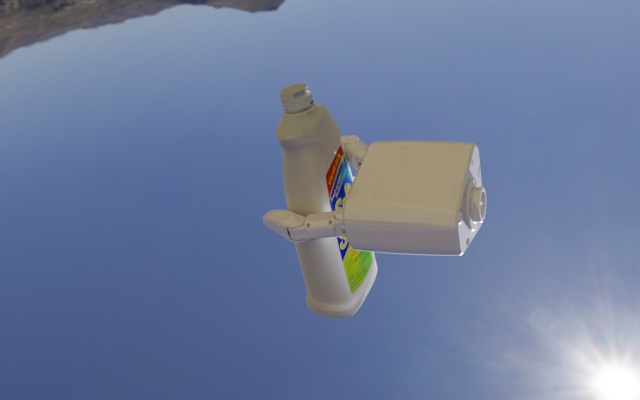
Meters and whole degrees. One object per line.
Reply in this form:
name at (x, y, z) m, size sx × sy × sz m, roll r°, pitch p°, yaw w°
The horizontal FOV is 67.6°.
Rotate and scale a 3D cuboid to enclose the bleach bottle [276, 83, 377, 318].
bleach bottle at (0.000, 0.002, 0.516) m, size 0.068 × 0.251 × 0.102 m, roll 4°, pitch 35°, yaw 31°
